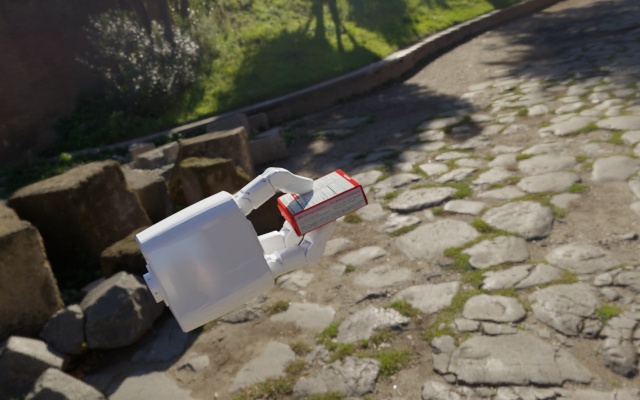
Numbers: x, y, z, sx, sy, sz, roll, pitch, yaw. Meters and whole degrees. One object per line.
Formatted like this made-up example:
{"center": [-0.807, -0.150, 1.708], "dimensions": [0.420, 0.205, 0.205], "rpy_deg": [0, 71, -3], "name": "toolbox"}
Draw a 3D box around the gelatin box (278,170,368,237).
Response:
{"center": [0.000, 0.001, 0.554], "dimensions": [0.089, 0.030, 0.073], "rpy_deg": [-25, 22, -9], "name": "gelatin box"}
